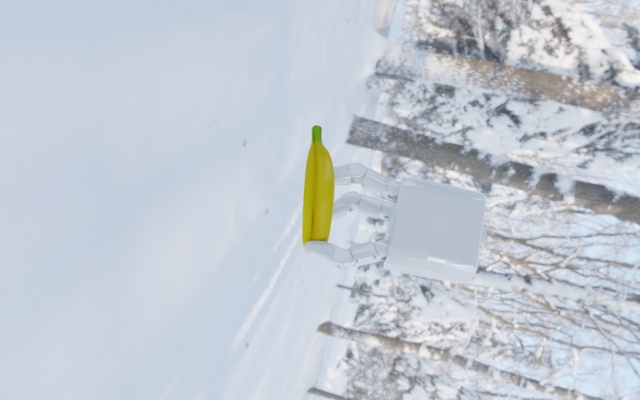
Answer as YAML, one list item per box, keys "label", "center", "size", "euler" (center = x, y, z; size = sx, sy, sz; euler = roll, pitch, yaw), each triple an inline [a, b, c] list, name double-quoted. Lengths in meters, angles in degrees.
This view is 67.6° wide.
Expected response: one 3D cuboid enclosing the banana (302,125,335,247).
- label: "banana"
  center: [-0.002, 0.010, 0.594]
  size: [0.037, 0.198, 0.069]
  euler: [7, 37, 4]
